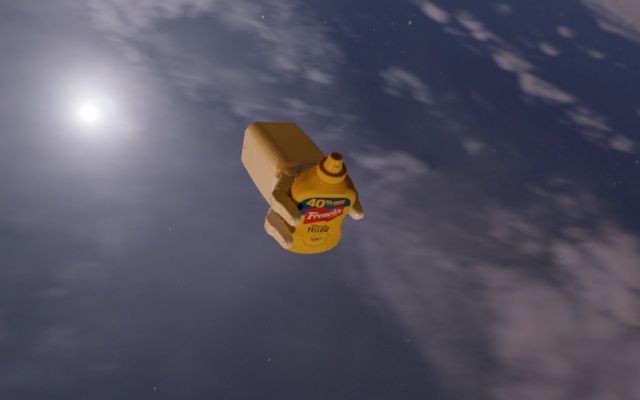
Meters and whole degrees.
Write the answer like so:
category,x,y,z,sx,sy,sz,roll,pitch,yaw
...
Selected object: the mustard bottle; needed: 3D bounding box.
category,x,y,z,sx,sy,sz,roll,pitch,yaw
mustard bottle,0.000,0.003,0.704,0.096,0.058,0.192,1,-41,-16
